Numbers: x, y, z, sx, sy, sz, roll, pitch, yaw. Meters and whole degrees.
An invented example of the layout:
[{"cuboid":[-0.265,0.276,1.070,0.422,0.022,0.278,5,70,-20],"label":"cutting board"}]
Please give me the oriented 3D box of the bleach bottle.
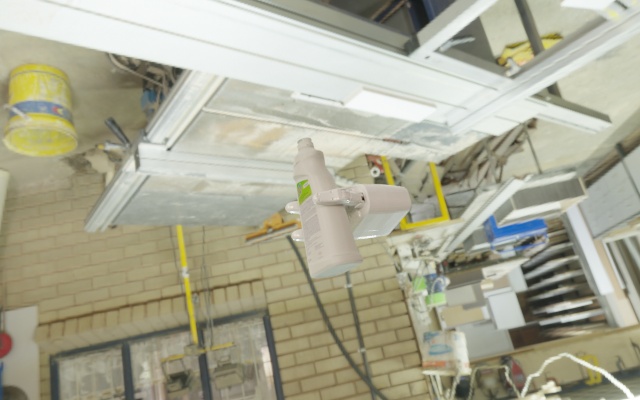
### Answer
[{"cuboid":[0.000,0.003,0.838,0.068,0.250,0.102,-1,-22,-32],"label":"bleach bottle"}]
